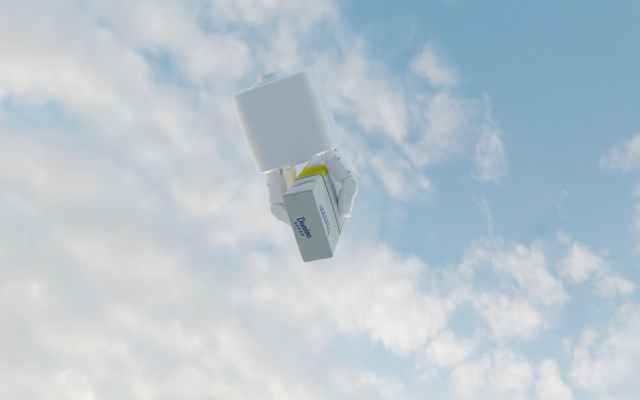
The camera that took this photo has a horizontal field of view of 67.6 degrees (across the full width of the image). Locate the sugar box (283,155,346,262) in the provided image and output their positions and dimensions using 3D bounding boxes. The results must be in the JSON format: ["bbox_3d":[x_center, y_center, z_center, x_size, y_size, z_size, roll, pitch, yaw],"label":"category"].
[{"bbox_3d":[0.000,0.002,0.650,0.048,0.093,0.176,-12,17,18],"label":"sugar box"}]
